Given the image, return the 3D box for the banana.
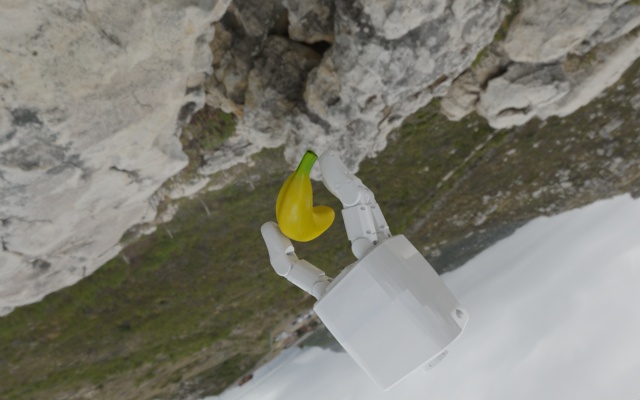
[{"bbox_3d":[-0.014,0.014,0.513,0.037,0.069,0.198,44,-8,15],"label":"banana"}]
